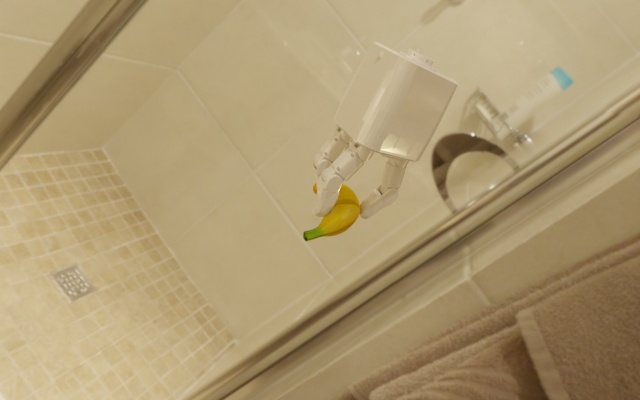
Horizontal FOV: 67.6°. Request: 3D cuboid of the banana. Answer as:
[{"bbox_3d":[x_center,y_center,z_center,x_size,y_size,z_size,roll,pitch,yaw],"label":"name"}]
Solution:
[{"bbox_3d":[0.019,0.004,0.642,0.069,0.037,0.197,3,17,2],"label":"banana"}]
